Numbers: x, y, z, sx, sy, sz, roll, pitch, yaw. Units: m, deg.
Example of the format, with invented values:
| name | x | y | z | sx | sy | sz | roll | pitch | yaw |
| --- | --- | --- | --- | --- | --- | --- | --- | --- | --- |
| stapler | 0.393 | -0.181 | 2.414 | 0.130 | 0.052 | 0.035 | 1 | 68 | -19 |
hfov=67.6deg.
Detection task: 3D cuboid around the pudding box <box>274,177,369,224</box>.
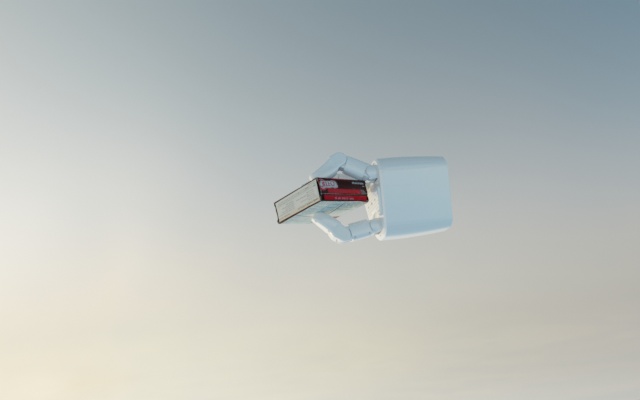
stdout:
| name | x | y | z | sx | sy | sz | roll | pitch | yaw |
| --- | --- | --- | --- | --- | --- | --- | --- | --- | --- |
| pudding box | 0.000 | 0.002 | 0.692 | 0.090 | 0.039 | 0.113 | 3 | -22 | -38 |
